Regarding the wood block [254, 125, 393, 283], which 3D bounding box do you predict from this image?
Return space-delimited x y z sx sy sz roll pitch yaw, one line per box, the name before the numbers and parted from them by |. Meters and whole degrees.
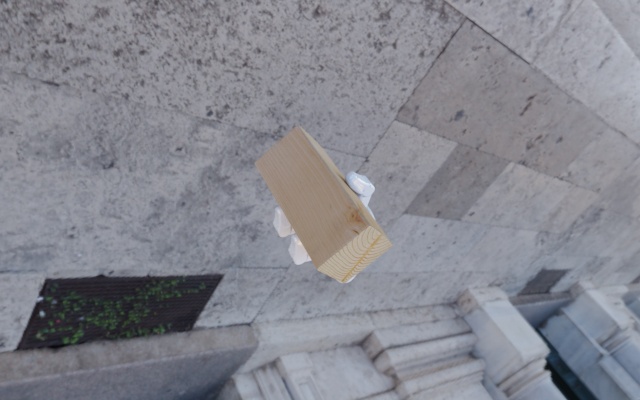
wood block | 0.001 0.002 0.683 0.091 0.206 0.090 -40 -34 9
